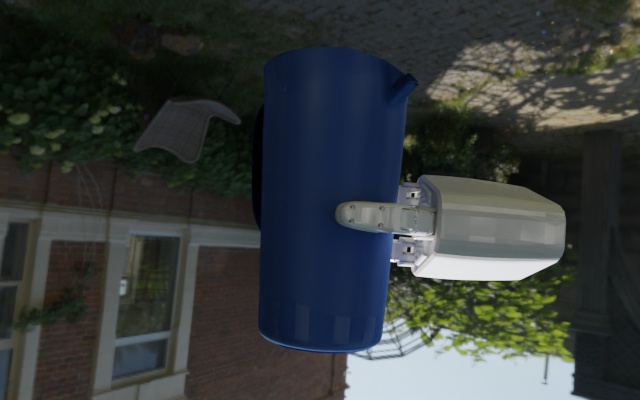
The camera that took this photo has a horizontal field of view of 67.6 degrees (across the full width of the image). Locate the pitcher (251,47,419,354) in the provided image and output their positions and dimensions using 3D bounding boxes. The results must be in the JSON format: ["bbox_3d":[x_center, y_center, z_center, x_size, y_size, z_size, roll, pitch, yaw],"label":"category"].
[{"bbox_3d":[0.000,0.001,0.430,0.145,0.243,0.149,4,-5,-2],"label":"pitcher"}]
